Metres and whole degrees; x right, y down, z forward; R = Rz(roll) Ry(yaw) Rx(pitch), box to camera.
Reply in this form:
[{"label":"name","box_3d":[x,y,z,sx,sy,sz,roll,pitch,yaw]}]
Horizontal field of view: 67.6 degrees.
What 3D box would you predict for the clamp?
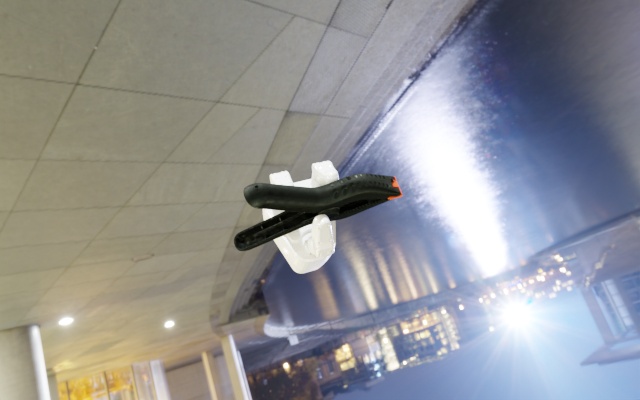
[{"label":"clamp","box_3d":[0.001,0.002,0.549,0.210,0.036,0.165,-15,-17,-12]}]
